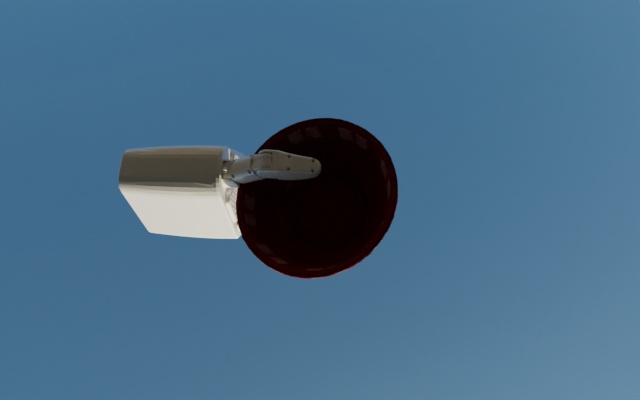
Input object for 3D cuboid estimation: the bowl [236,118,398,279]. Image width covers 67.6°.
[{"bbox_3d":[0.001,0.002,0.477,0.162,0.162,0.055,0,-18,17],"label":"bowl"}]
